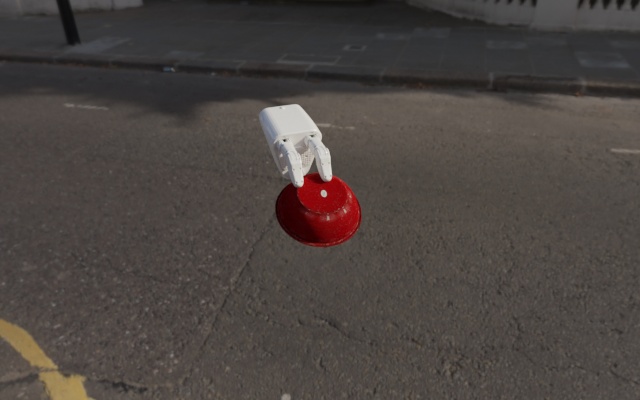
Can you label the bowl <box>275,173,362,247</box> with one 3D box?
[{"bbox_3d":[0.001,0.003,0.863,0.162,0.162,0.055,0,-37,-10],"label":"bowl"}]
